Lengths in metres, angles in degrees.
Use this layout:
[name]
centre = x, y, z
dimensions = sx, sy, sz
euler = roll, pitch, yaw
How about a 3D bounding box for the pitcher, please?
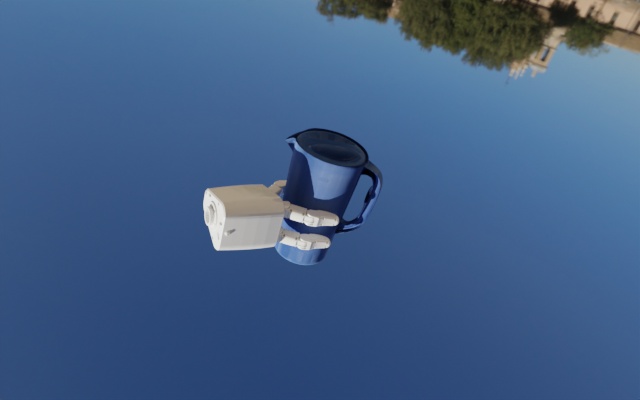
[pitcher]
centre = 0.000, 0.003, 0.885
dimensions = 0.145, 0.243, 0.149
euler = -4, 38, -31
